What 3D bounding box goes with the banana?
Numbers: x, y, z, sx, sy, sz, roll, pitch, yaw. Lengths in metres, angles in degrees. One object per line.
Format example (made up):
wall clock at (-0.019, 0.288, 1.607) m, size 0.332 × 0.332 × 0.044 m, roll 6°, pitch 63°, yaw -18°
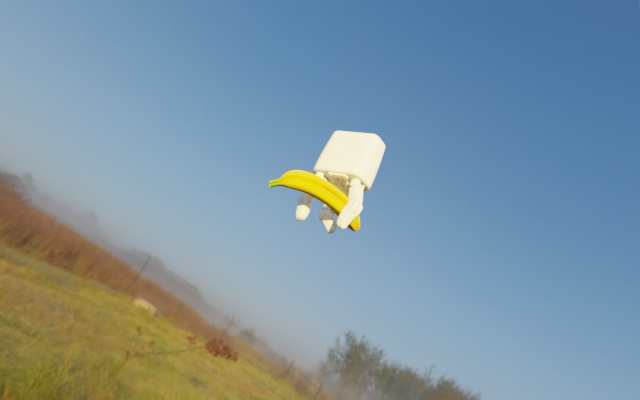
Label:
banana at (0.007, -0.005, 0.872) m, size 0.198 × 0.037 × 0.070 m, roll 30°, pitch -33°, yaw -17°
